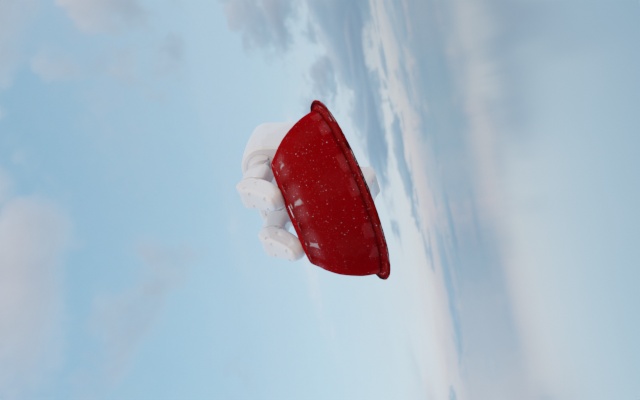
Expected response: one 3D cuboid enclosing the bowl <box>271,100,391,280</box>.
[{"bbox_3d":[0.000,0.002,0.401,0.055,0.162,0.162,-22,2,-6],"label":"bowl"}]
